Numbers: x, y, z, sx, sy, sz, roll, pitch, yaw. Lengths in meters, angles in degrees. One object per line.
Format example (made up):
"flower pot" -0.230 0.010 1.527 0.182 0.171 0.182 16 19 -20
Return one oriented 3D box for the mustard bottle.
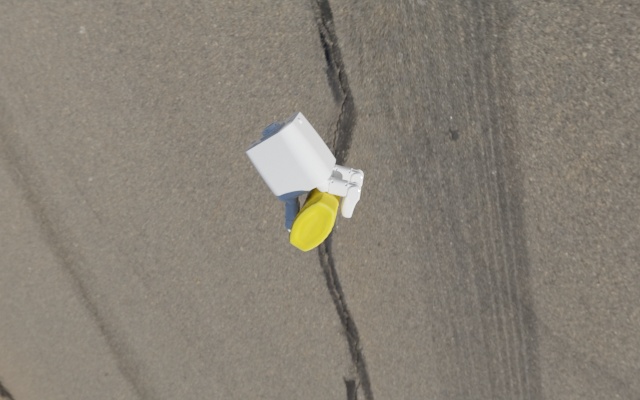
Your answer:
"mustard bottle" 0.000 0.003 0.826 0.058 0.096 0.191 31 27 -6
